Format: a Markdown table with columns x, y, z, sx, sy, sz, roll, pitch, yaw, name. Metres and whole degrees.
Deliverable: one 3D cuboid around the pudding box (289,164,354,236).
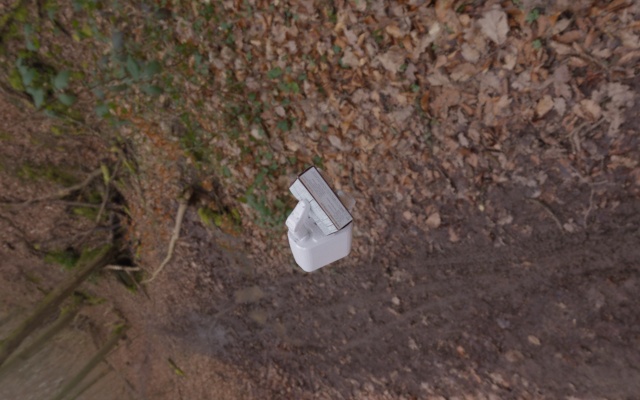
| x | y | z | sx | sy | sz | roll | pitch | yaw | name |
| --- | --- | --- | --- | --- | --- | --- | --- | --- | --- |
| 0.000 | 0.003 | 0.793 | 0.039 | 0.113 | 0.090 | -39 | 1 | -16 | pudding box |
